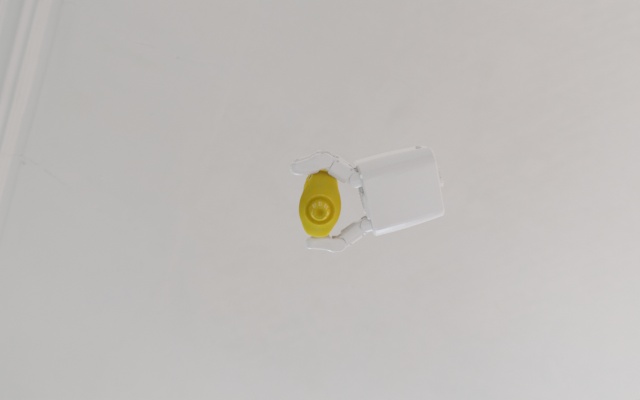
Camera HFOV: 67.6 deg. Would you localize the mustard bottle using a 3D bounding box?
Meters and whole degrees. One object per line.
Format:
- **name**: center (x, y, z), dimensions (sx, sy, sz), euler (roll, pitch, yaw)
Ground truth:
- **mustard bottle**: center (0.000, 0.002, 0.698), dimensions (0.058, 0.096, 0.191), euler (9, 8, -1)
